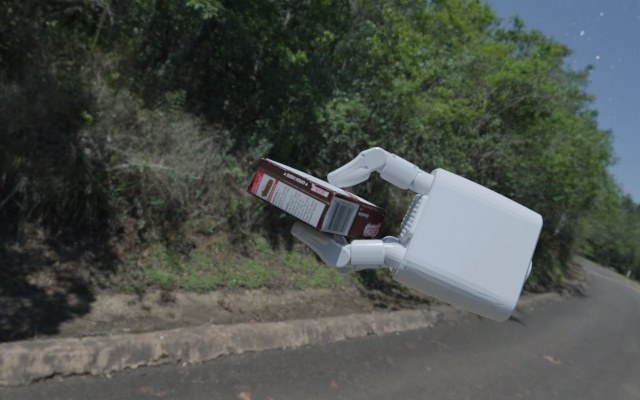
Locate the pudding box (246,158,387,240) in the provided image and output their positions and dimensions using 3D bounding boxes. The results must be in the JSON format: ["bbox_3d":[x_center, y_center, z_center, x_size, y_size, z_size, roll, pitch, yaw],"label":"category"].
[{"bbox_3d":[0.000,0.001,0.456,0.090,0.039,0.113,25,3,31],"label":"pudding box"}]
